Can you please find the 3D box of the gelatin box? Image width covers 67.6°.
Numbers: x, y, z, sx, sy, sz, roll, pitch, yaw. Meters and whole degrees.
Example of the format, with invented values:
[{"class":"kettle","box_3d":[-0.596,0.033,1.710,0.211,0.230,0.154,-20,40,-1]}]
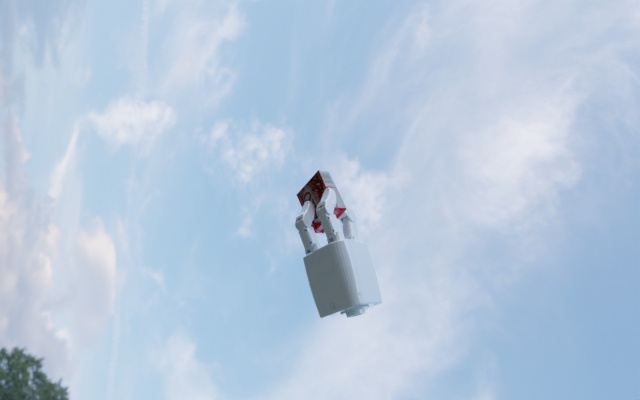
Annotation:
[{"class":"gelatin box","box_3d":[0.000,0.003,0.849,0.030,0.089,0.073,6,-41,-41]}]
